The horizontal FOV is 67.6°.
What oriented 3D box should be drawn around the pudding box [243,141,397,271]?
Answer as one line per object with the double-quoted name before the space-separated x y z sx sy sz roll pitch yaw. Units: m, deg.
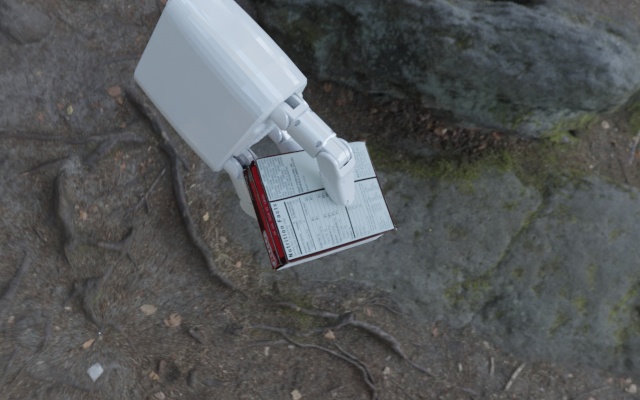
"pudding box" 0.000 0.001 0.410 0.113 0.090 0.039 -14 -9 -27
